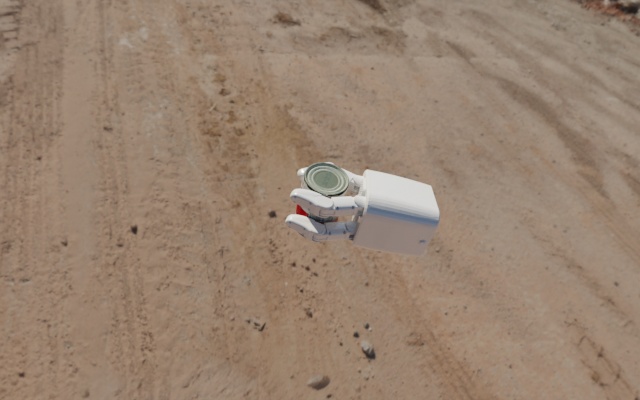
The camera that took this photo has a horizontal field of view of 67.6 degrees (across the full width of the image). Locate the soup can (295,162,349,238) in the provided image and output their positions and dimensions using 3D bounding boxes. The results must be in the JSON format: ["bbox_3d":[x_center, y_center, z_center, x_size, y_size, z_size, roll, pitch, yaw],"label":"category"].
[{"bbox_3d":[0.000,0.002,0.709,0.068,0.068,0.102,0,-42,-14],"label":"soup can"}]
